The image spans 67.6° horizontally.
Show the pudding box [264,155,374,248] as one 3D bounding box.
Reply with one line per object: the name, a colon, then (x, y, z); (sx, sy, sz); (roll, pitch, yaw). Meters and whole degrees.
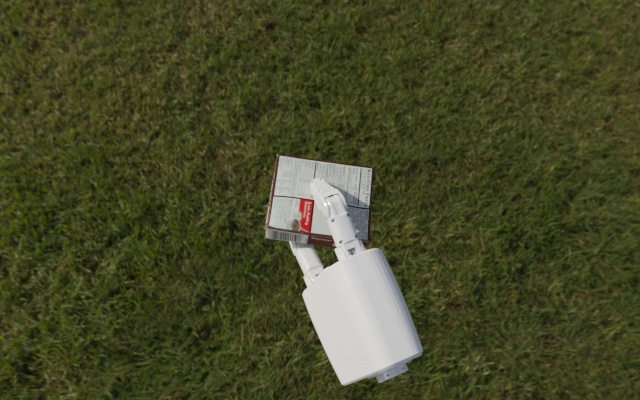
pudding box: (0.000, 0.002, 0.527); (0.113, 0.090, 0.039); (8, -22, -4)
